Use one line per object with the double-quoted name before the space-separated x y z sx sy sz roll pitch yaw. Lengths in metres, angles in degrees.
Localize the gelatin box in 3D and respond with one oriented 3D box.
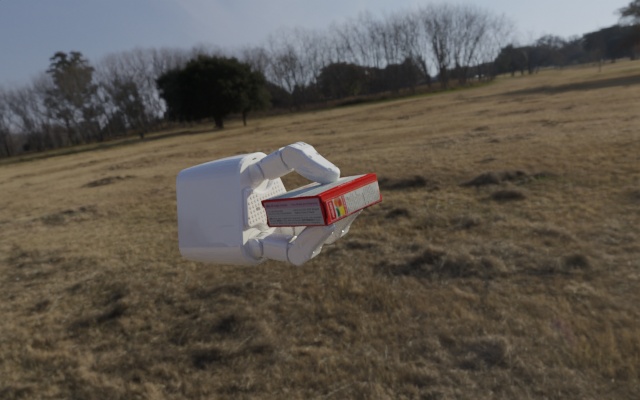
"gelatin box" 0.000 0.001 0.444 0.073 0.030 0.089 -22 10 -40
